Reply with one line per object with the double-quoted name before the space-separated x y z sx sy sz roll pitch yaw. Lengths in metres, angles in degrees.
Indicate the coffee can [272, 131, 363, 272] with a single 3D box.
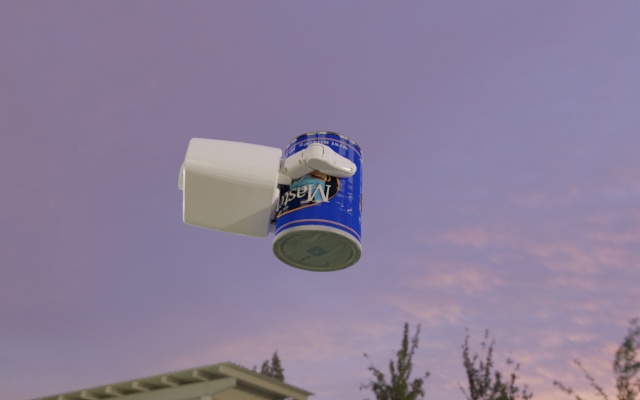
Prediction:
"coffee can" 0.000 0.002 0.582 0.103 0.140 0.103 3 -34 2
